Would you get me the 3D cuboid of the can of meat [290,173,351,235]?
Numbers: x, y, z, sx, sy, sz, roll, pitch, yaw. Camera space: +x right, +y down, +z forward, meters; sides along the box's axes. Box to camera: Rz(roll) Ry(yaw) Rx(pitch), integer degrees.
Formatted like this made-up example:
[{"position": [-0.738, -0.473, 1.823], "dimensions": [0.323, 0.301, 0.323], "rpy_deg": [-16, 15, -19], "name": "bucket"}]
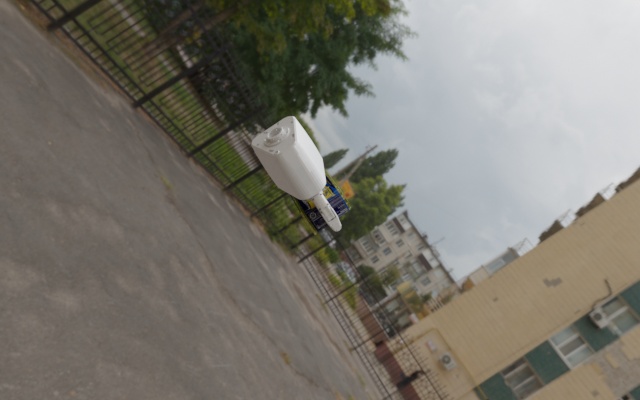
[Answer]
[{"position": [0.000, 0.003, 0.893], "dimensions": [0.084, 0.057, 0.102], "rpy_deg": [-34, 34, 0], "name": "can of meat"}]
